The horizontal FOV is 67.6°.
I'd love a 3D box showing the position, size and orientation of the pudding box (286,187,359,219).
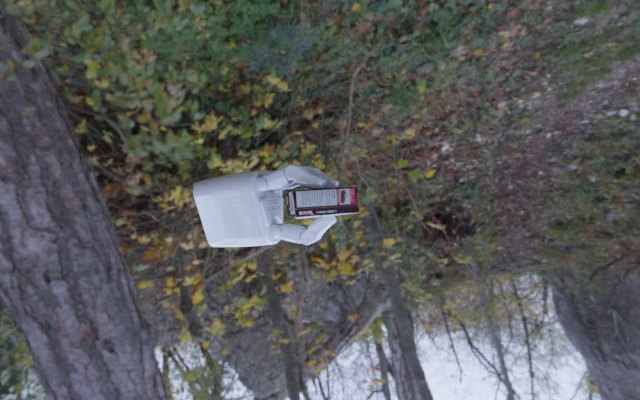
[{"bbox_3d":[0.000,0.002,0.677,0.090,0.039,0.113,-5,2,-8],"label":"pudding box"}]
